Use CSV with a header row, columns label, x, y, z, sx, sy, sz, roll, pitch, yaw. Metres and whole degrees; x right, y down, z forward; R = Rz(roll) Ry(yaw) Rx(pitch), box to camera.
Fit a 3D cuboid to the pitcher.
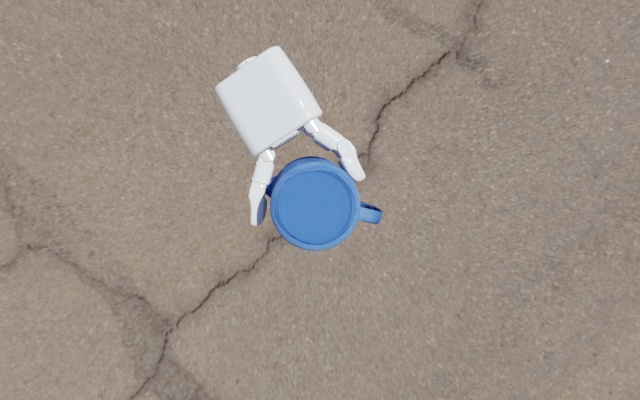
label,x,y,z,sx,sy,sz,roll,pitch,yaw
pitcher,0.000,0.002,0.675,0.149,0.145,0.243,-29,4,0
